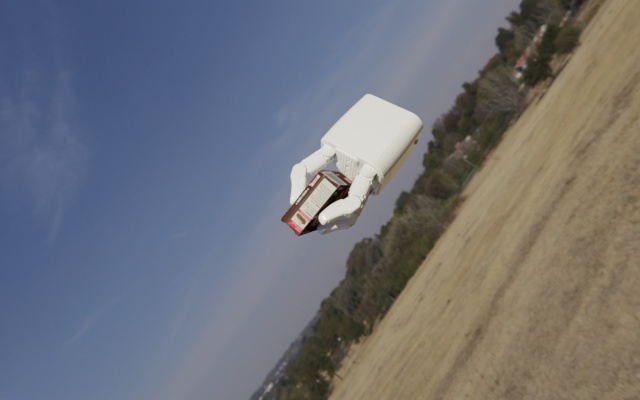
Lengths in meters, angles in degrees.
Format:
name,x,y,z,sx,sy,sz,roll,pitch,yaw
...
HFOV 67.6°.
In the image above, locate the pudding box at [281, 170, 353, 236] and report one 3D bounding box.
name,x,y,z,sx,sy,sz,roll,pitch,yaw
pudding box,0.000,0.002,0.675,0.039,0.090,0.113,41,12,13
